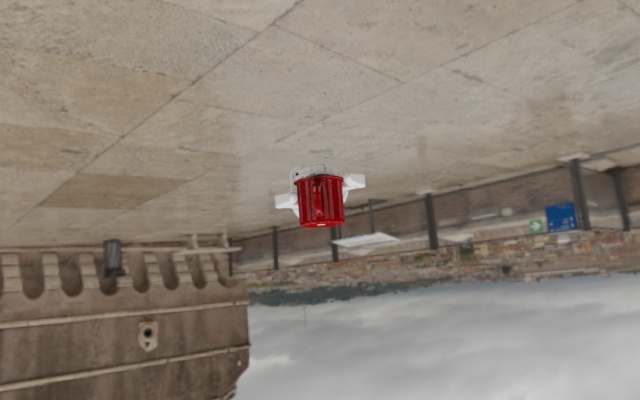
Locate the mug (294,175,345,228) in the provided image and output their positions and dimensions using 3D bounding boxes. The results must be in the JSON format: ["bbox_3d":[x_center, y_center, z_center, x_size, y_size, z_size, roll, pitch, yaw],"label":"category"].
[{"bbox_3d":[0.000,0.003,0.844,0.093,0.081,0.117,-5,-9,2],"label":"mug"}]
